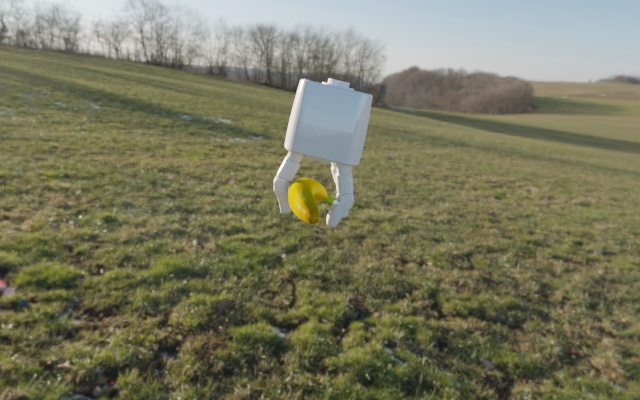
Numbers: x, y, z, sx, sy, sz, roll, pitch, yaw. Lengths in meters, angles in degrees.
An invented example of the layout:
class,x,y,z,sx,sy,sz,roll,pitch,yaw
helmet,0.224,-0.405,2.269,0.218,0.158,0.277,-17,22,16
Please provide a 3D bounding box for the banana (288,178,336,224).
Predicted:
class,x,y,z,sx,sy,sz,roll,pitch,yaw
banana,-0.016,-0.006,0.719,0.069,0.037,0.198,24,12,6
